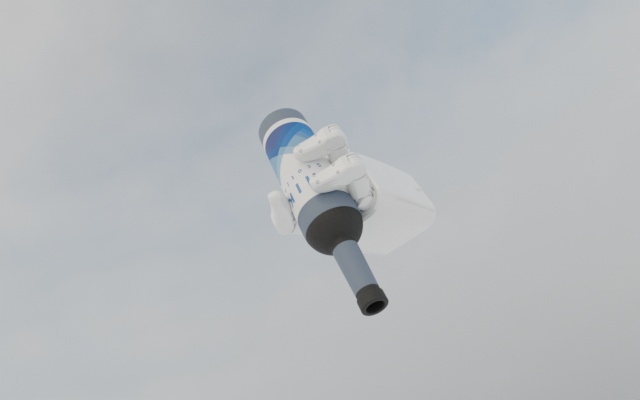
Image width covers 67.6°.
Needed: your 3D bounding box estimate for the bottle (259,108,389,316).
[{"bbox_3d":[0.000,0.002,0.536,0.069,0.069,0.295,0,41,-27],"label":"bottle"}]
